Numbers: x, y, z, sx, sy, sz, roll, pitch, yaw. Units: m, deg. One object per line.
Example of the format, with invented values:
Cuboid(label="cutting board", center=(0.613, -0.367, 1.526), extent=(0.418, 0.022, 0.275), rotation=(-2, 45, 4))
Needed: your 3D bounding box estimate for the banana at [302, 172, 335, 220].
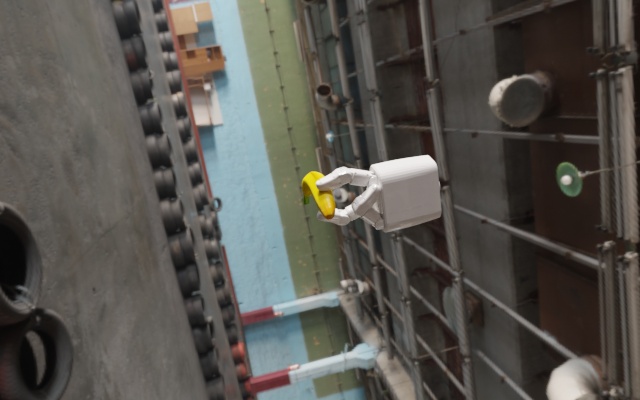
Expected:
Cuboid(label="banana", center=(-0.004, -0.016, 0.853), extent=(0.037, 0.069, 0.198), rotation=(-13, 10, -10))
